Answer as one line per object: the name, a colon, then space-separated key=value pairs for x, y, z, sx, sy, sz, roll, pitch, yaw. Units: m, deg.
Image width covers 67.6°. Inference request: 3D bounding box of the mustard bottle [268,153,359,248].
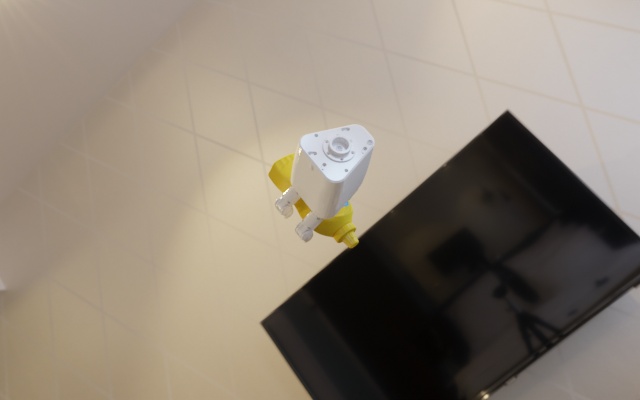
mustard bottle: x=0.000 y=0.003 z=0.818 sx=0.096 sy=0.191 sz=0.058 roll=-19 pitch=-27 yaw=-45
